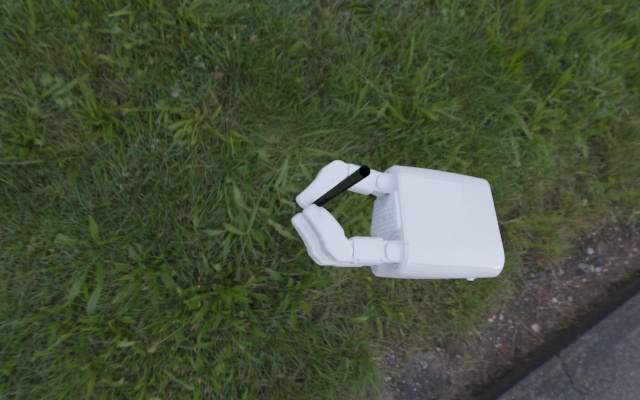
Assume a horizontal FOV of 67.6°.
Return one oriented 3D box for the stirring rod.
[{"bbox_3d":[0.000,0.001,0.427,0.011,0.011,0.239,0,-10,-14],"label":"stirring rod"}]
